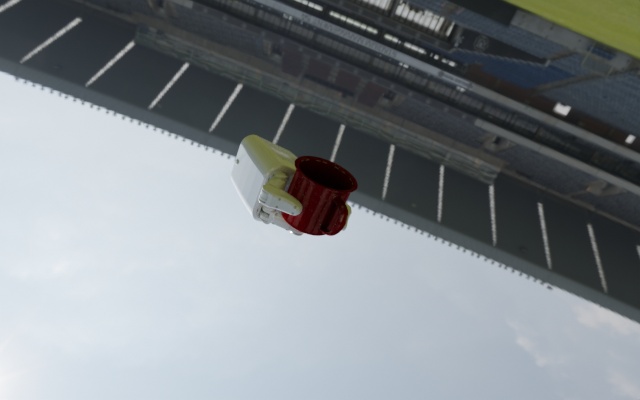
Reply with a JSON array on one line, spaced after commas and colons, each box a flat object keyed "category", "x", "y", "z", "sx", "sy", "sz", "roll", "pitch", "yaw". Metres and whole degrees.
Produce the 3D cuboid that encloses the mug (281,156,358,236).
[{"category": "mug", "x": 0.001, "y": 0.003, "z": 0.663, "sx": 0.093, "sy": 0.081, "sz": 0.117, "roll": 1, "pitch": 35, "yaw": -38}]
